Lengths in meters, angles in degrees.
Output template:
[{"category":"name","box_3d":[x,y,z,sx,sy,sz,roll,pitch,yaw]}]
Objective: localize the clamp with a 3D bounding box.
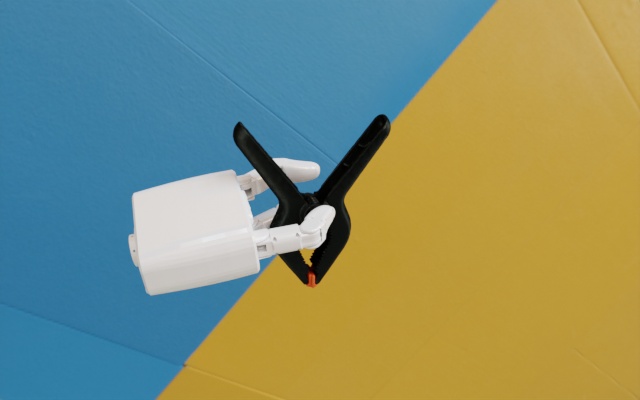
[{"category":"clamp","box_3d":[0.000,0.003,0.525,0.164,0.210,0.036,-12,30,-12]}]
